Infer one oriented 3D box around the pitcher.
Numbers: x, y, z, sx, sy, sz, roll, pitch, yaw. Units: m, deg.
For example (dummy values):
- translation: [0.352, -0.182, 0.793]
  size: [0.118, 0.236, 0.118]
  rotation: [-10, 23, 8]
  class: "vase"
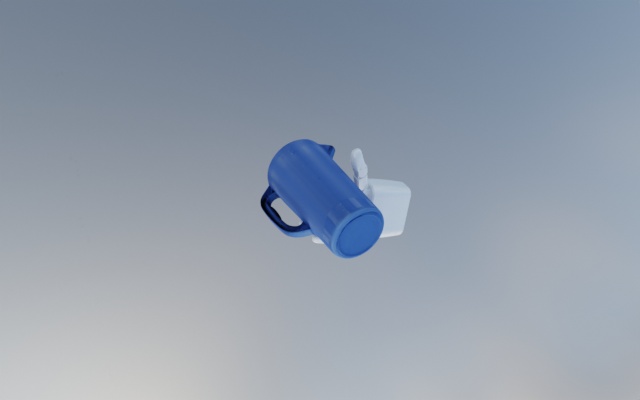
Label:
- translation: [0.000, 0.003, 0.885]
  size: [0.145, 0.149, 0.242]
  rotation: [1, 32, -35]
  class: "pitcher"
